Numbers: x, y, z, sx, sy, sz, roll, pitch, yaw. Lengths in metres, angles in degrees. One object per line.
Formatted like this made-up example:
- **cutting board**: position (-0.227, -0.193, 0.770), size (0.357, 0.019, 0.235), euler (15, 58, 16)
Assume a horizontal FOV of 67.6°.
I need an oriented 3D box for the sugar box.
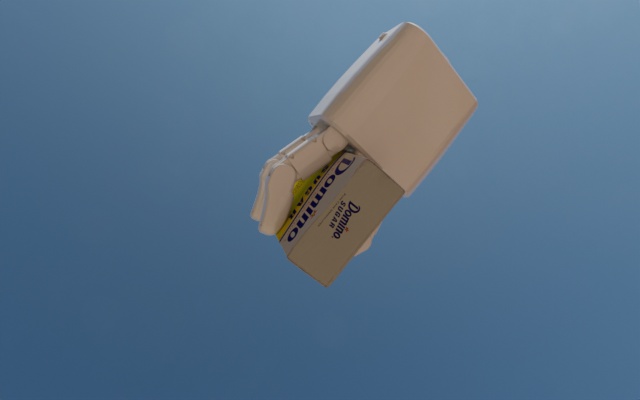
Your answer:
- **sugar box**: position (0.000, 0.001, 0.418), size (0.048, 0.093, 0.176), euler (39, -1, -14)
